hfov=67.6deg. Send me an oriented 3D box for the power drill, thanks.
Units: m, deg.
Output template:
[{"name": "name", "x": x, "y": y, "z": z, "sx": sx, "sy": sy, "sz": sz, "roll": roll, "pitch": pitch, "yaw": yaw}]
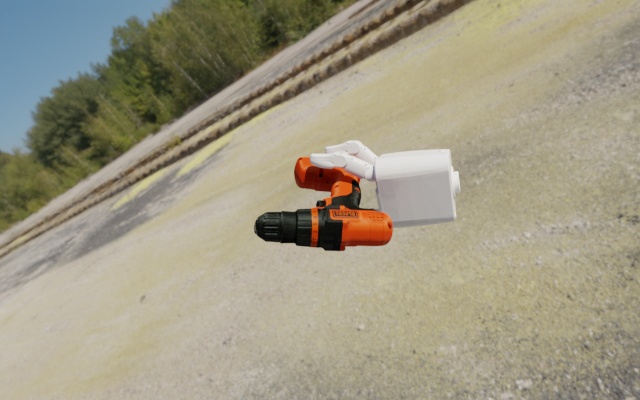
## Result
[{"name": "power drill", "x": 0.000, "y": 0.002, "z": 0.695, "sx": 0.184, "sy": 0.057, "sz": 0.187, "roll": 3, "pitch": 33, "yaw": -6}]
